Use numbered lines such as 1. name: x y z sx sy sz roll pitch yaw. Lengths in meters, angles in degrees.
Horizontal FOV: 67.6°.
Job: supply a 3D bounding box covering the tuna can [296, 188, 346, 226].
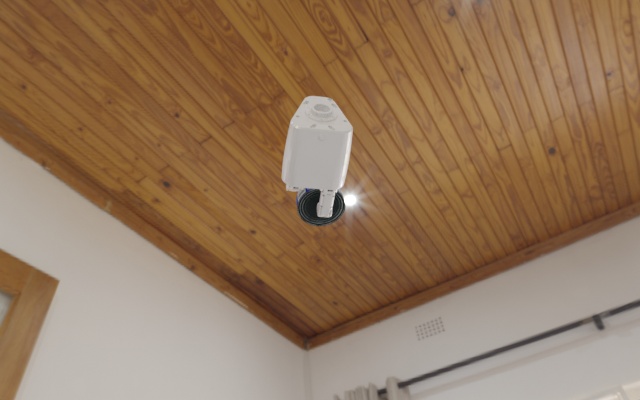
1. tuna can: 0.000 0.002 0.850 0.086 0.086 0.033 0 37 -7
